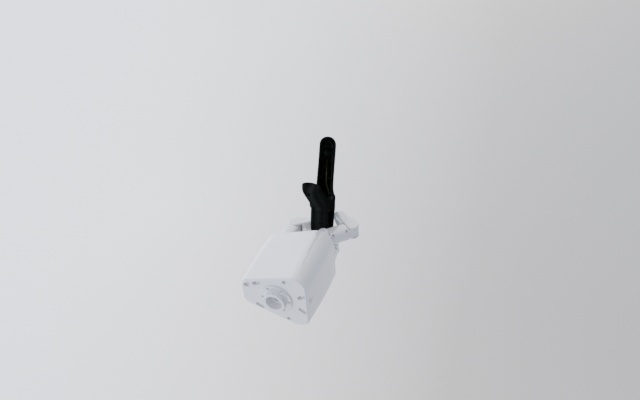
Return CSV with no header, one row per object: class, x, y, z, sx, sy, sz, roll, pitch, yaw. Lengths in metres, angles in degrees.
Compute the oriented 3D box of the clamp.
clamp,0.000,0.002,0.727,0.039,0.172,0.120,10,37,19
